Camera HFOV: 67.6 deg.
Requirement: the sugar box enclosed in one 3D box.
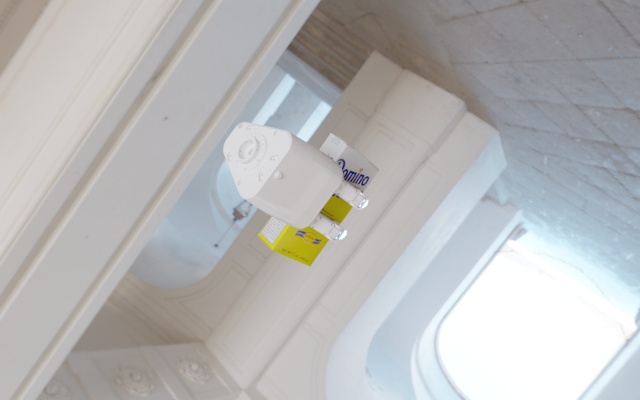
[{"bbox_3d":[0.000,0.003,0.672,0.048,0.176,0.093,41,6,40],"label":"sugar box"}]
